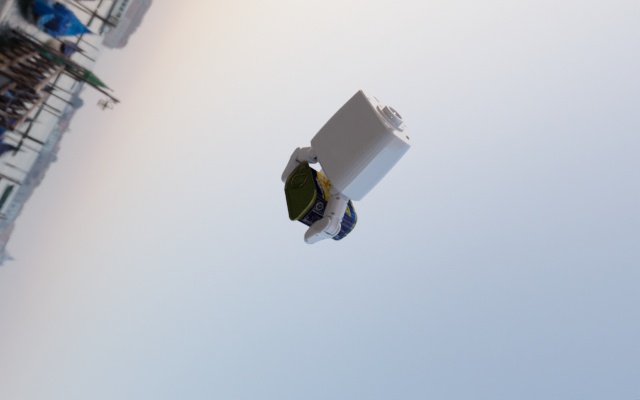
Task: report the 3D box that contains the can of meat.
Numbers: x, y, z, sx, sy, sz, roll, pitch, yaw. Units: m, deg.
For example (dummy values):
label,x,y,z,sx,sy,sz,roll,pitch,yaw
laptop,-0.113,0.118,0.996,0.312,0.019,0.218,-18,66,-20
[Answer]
label,x,y,z,sx,sy,sz,roll,pitch,yaw
can of meat,0.000,0.003,0.692,0.084,0.057,0.102,29,26,-29
